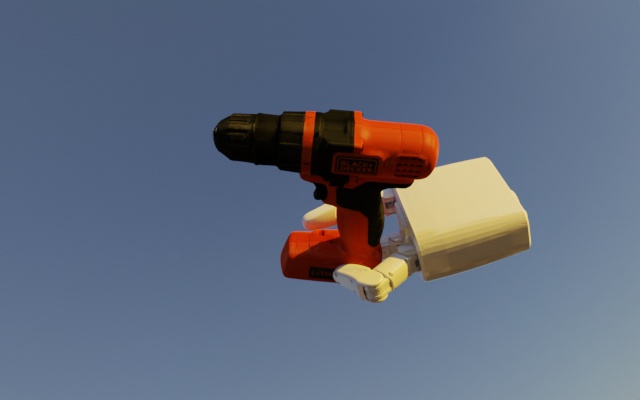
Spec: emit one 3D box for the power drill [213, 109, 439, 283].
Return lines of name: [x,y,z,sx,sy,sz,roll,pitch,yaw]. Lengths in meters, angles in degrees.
power drill: [0.000,0.002,0.442,0.184,0.057,0.188,6,-43,1]
